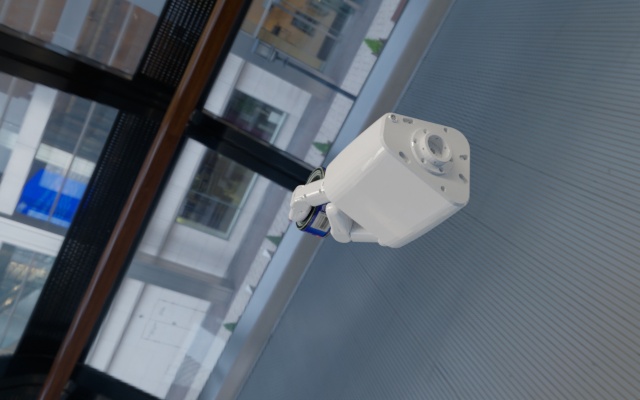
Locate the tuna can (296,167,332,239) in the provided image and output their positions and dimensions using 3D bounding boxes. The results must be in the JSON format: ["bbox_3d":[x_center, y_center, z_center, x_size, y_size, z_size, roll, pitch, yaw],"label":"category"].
[{"bbox_3d":[0.000,0.002,0.597,0.034,0.086,0.086,19,-6,-17],"label":"tuna can"}]
